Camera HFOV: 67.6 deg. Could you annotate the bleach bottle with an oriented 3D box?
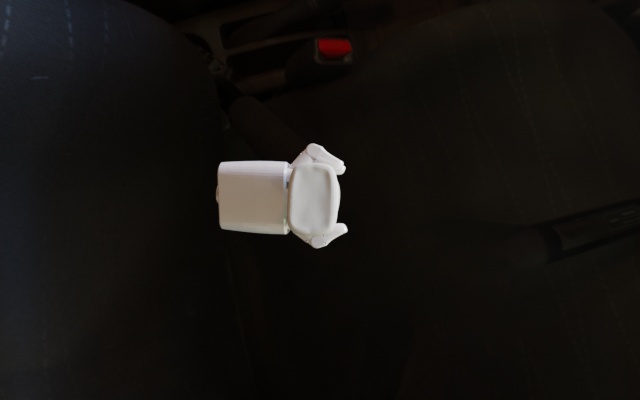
[{"bbox_3d":[0.000,0.002,0.757,0.068,0.102,0.251,2,-3,5],"label":"bleach bottle"}]
